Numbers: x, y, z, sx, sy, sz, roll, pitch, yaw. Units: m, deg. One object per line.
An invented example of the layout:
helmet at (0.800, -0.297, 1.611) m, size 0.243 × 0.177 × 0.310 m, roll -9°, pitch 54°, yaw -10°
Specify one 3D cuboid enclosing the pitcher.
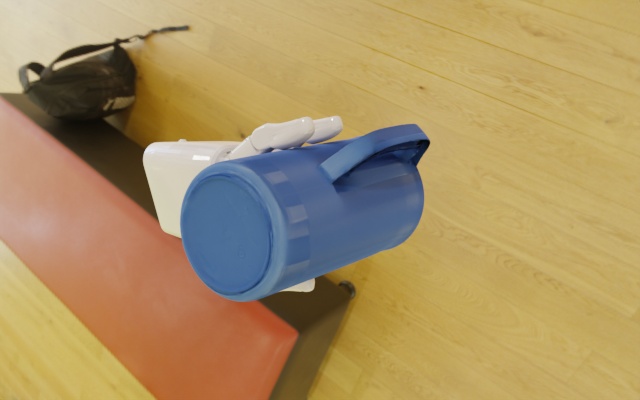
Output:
pitcher at (0.000, 0.001, 0.446) m, size 0.145 × 0.149 × 0.243 m, roll 9°, pitch 13°, yaw 31°
